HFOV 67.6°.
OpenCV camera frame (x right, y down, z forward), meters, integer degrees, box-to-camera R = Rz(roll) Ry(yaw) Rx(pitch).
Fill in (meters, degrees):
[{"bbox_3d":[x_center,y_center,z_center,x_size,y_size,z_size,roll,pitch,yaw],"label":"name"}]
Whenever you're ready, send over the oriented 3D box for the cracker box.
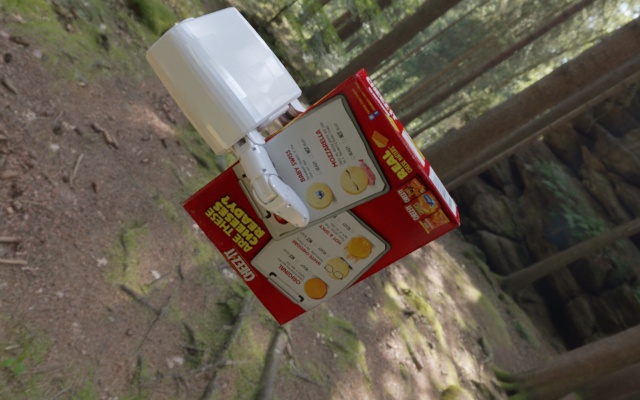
[{"bbox_3d":[0.000,0.002,0.473,0.214,0.164,0.072,-33,10,20],"label":"cracker box"}]
